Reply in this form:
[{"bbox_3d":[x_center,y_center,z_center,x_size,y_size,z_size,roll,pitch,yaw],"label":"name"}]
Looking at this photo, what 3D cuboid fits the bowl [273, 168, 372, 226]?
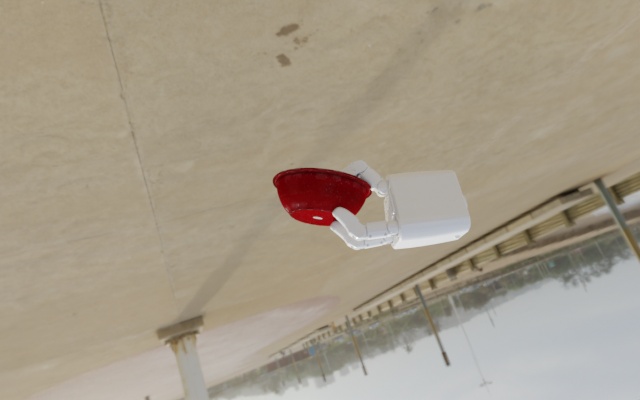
[{"bbox_3d":[-0.001,0.003,0.760,0.162,0.055,0.162,6,-17,2],"label":"bowl"}]
